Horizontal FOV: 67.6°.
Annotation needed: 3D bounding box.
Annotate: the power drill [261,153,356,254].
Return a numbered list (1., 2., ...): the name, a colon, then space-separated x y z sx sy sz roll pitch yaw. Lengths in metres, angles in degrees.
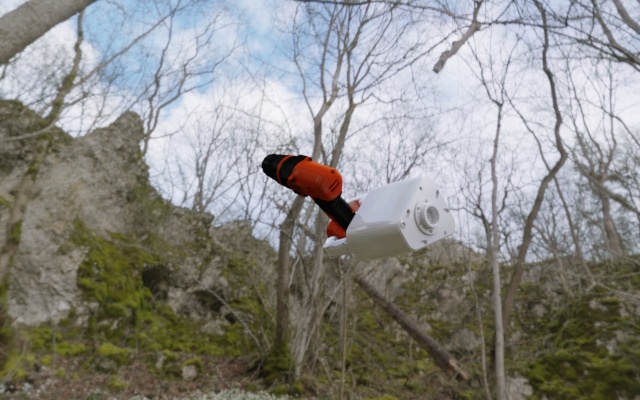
1. power drill: 0.001 0.003 0.759 0.184 0.057 0.188 24 -20 52
